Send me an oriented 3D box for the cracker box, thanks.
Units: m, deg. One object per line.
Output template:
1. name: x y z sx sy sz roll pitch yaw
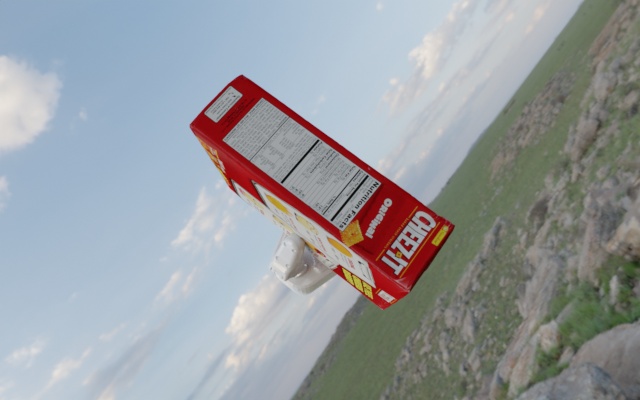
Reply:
1. cracker box: 0.000 0.001 0.436 0.213 0.072 0.164 37 -13 11
